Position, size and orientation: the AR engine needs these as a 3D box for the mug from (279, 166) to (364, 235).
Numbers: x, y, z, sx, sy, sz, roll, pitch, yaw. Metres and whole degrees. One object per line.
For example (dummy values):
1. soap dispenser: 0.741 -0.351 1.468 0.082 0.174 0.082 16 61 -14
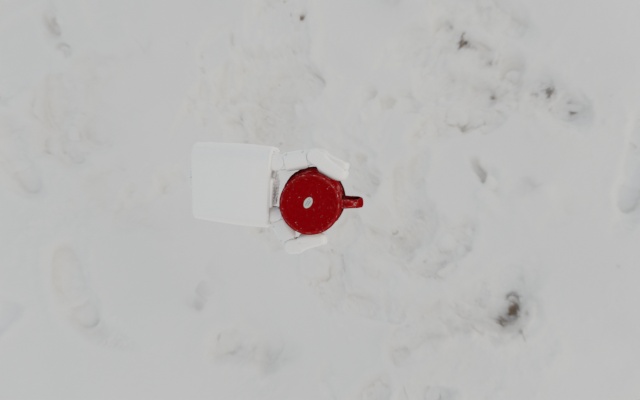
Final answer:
1. mug: 0.002 0.002 0.651 0.117 0.093 0.081 4 6 3
